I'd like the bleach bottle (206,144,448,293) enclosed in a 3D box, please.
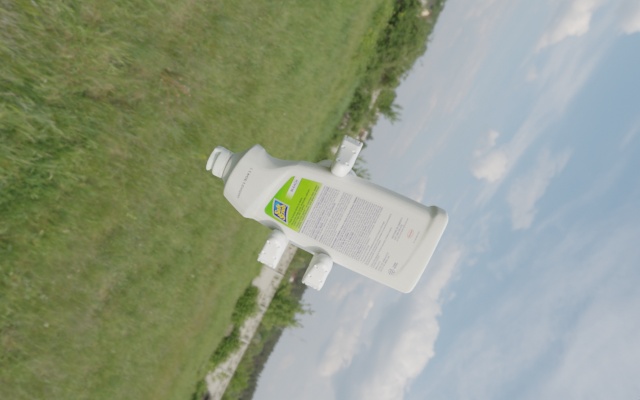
[{"bbox_3d":[0.000,0.002,0.513,0.251,0.102,0.068,26,3,0],"label":"bleach bottle"}]
